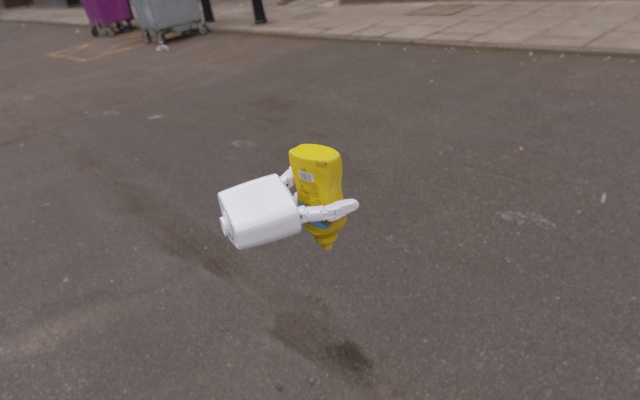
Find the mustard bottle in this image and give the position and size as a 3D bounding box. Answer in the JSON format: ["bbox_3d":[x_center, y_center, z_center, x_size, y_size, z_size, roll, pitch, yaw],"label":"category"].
[{"bbox_3d":[0.000,0.002,0.822,0.096,0.192,0.058,17,37,39],"label":"mustard bottle"}]
